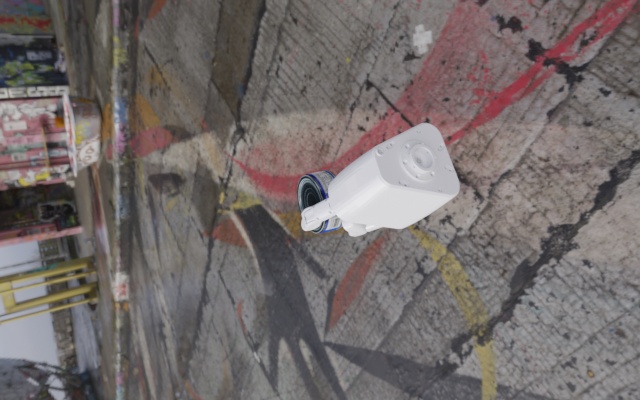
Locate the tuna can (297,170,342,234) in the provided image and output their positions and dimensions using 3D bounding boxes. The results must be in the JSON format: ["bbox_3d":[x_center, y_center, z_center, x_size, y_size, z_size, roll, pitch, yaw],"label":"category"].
[{"bbox_3d":[0.000,0.002,0.665,0.034,0.086,0.086,-13,6,-26],"label":"tuna can"}]
